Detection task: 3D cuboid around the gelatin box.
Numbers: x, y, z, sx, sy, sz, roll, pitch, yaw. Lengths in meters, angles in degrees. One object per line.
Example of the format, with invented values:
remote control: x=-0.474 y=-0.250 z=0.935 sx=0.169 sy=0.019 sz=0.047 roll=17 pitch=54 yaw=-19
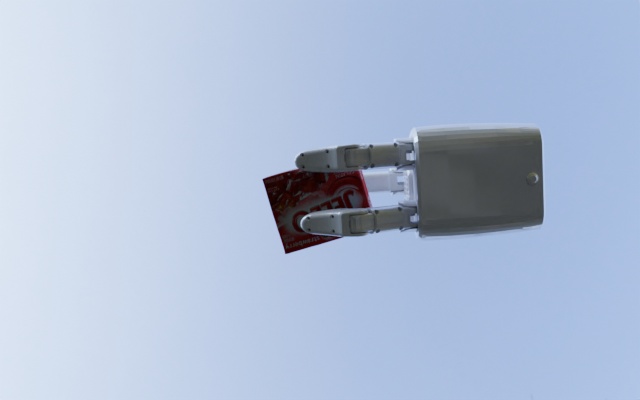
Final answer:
gelatin box: x=0.000 y=0.001 z=0.438 sx=0.089 sy=0.073 sz=0.030 roll=-16 pitch=4 yaw=10
